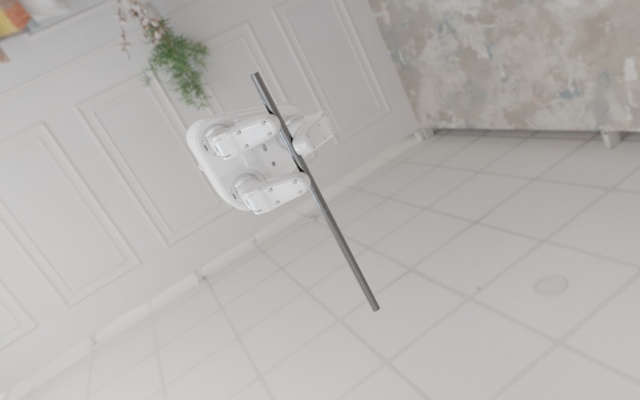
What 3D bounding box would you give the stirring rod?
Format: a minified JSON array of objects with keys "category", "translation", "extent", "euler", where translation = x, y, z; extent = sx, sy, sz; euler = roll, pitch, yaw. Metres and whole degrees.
[{"category":"stirring rod","translation":[0.000,0.001,0.414],"extent":[0.011,0.239,0.011],"euler":[-24,19,9]}]
